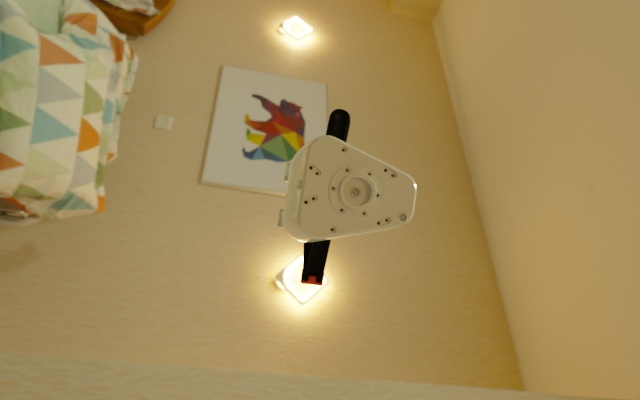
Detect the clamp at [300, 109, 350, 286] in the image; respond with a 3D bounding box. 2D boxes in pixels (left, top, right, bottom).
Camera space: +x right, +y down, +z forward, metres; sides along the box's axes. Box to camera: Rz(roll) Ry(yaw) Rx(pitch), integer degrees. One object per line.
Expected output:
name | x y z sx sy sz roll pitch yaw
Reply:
clamp | 0.001 0.003 0.619 0.036 0.210 0.164 8 -4 -7
